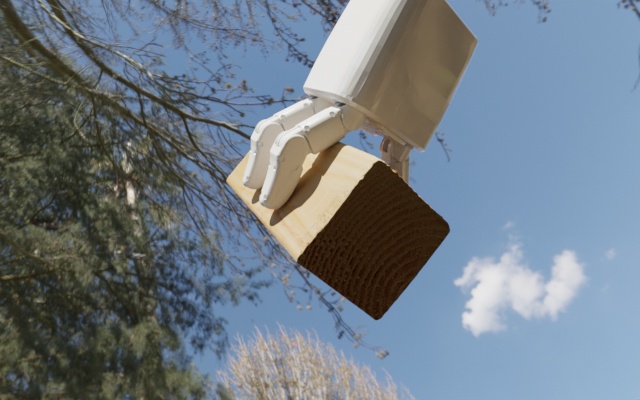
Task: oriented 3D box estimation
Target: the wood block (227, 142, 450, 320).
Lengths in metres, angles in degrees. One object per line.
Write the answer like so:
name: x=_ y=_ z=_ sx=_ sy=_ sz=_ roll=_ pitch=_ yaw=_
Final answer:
wood block: x=0.000 y=0.001 z=0.417 sx=0.091 sy=0.090 sz=0.206 roll=39 pitch=-1 yaw=-29
